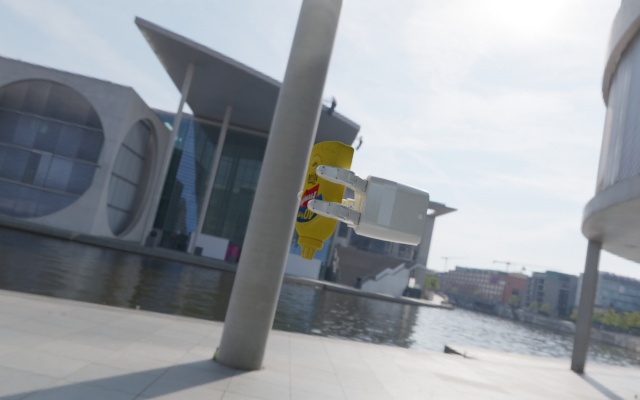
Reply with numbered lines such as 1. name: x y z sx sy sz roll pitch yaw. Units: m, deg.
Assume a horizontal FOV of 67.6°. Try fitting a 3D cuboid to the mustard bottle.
1. mustard bottle: 0.000 0.002 0.783 0.058 0.191 0.096 18 -9 -29
